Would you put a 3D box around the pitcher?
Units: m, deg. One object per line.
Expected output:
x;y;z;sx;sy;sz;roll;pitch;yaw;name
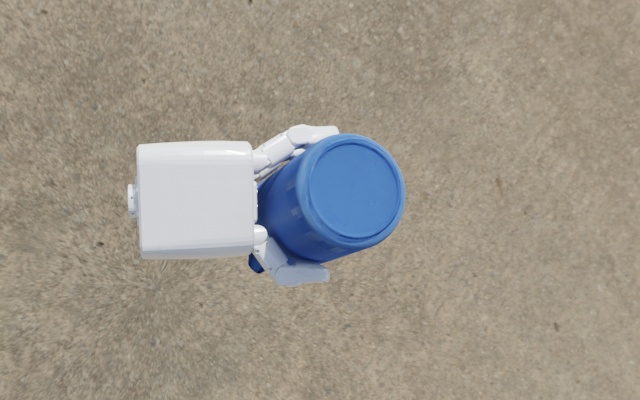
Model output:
0.000;0.002;0.538;0.145;0.149;0.243;-2;-9;-19;pitcher
